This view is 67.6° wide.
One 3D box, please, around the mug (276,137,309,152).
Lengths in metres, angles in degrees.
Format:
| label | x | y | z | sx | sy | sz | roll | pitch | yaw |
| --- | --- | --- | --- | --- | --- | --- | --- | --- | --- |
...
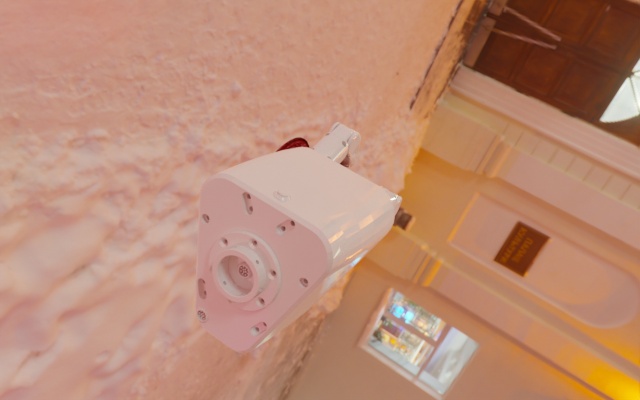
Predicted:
| label | x | y | z | sx | sy | sz | roll | pitch | yaw |
| --- | --- | --- | --- | --- | --- | --- | --- | --- | --- |
| mug | 0.001 | 0.001 | 0.431 | 0.081 | 0.093 | 0.117 | 31 | 25 | 16 |
